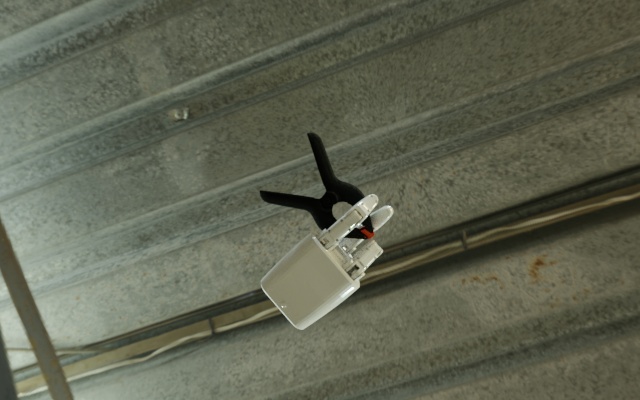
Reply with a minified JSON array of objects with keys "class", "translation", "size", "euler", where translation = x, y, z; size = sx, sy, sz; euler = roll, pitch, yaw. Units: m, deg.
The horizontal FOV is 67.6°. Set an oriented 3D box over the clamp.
[{"class":"clamp","translation":[0.000,0.002,0.683],"size":[0.120,0.171,0.039],"euler":[-41,-1,11]}]
